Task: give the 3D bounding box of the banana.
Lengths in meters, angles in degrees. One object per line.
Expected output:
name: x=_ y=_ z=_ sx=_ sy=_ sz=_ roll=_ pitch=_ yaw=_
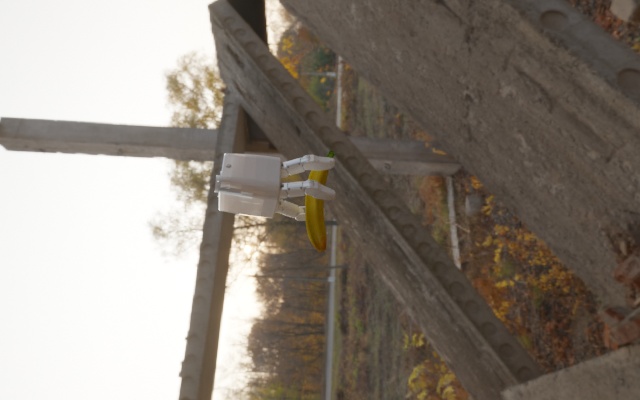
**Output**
banana: x=-0.006 y=0.005 z=0.902 sx=0.037 sy=0.197 sz=0.070 roll=10 pitch=-20 yaw=-18
